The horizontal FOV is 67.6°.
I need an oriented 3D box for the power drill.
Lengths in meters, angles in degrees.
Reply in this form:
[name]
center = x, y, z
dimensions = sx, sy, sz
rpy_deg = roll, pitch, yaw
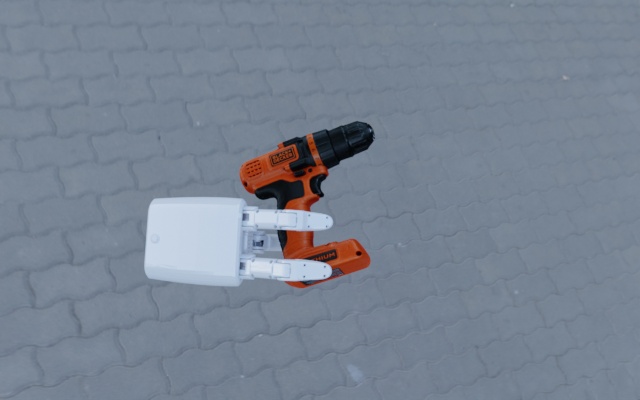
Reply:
[power drill]
center = 0.000, 0.002, 0.596
dimensions = 0.184, 0.187, 0.057
rpy_deg = -21, -26, 10
